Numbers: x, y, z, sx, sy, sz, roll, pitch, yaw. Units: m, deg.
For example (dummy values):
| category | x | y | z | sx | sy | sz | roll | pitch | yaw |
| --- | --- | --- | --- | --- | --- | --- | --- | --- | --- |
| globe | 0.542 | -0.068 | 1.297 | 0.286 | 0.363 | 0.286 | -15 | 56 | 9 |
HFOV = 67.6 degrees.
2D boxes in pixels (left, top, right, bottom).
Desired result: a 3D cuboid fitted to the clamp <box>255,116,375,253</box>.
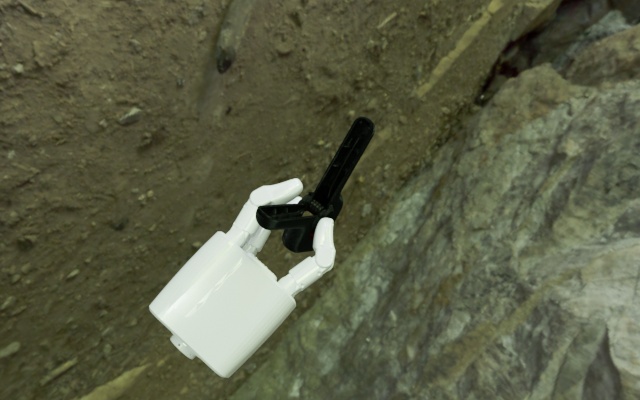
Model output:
| category | x | y | z | sx | sy | sz | roll | pitch | yaw |
| --- | --- | --- | --- | --- | --- | --- | --- | --- | --- |
| clamp | 0.001 | 0.003 | 0.558 | 0.036 | 0.164 | 0.210 | 41 | -16 | 16 |
